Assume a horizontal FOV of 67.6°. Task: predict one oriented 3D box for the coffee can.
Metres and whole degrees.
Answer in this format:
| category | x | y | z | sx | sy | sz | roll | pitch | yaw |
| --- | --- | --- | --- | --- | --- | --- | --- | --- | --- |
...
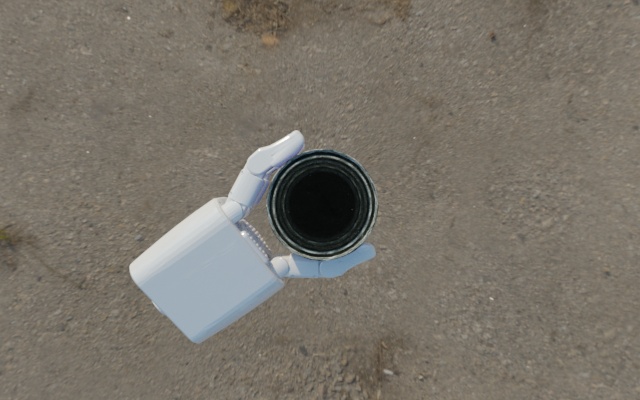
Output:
| category | x | y | z | sx | sy | sz | roll | pitch | yaw |
| --- | --- | --- | --- | --- | --- | --- | --- | --- | --- |
| coffee can | 0.000 | 0.002 | 0.501 | 0.103 | 0.103 | 0.140 | 0 | 2 | -1 |
